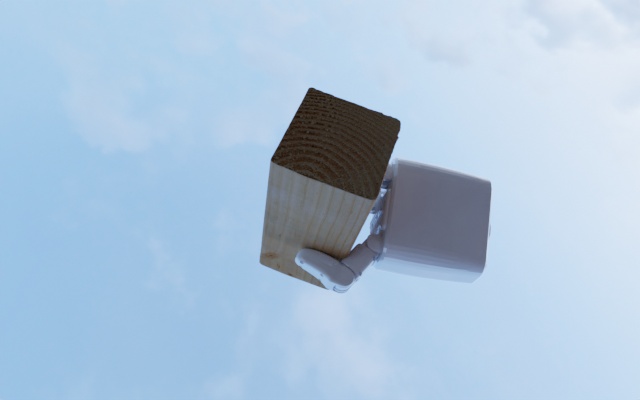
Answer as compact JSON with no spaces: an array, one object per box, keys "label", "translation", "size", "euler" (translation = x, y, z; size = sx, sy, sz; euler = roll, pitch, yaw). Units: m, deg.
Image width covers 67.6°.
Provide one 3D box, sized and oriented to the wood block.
[{"label":"wood block","translation":[0.000,0.002,0.477],"size":[0.090,0.090,0.206],"euler":[21,-32,3]}]
